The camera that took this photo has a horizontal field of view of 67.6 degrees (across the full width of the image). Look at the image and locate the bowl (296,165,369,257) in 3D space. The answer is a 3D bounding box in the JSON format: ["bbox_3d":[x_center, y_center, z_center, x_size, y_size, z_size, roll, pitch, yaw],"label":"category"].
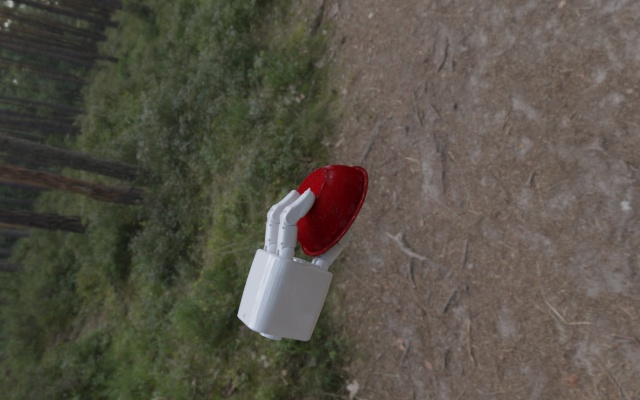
[{"bbox_3d":[0.000,0.001,0.731,0.055,0.162,0.162,33,-14,-22],"label":"bowl"}]
